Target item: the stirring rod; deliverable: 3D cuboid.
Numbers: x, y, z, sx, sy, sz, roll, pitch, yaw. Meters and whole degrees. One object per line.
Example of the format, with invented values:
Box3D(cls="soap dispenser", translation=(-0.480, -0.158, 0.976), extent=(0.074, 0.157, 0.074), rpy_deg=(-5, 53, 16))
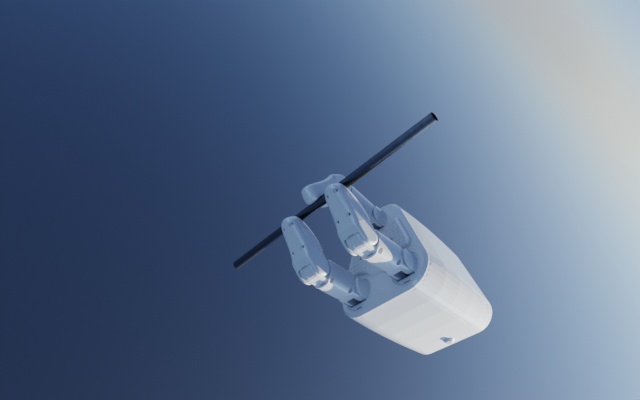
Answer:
Box3D(cls="stirring rod", translation=(0.000, 0.001, 0.407), extent=(0.239, 0.011, 0.011), rpy_deg=(-37, -21, 31))
